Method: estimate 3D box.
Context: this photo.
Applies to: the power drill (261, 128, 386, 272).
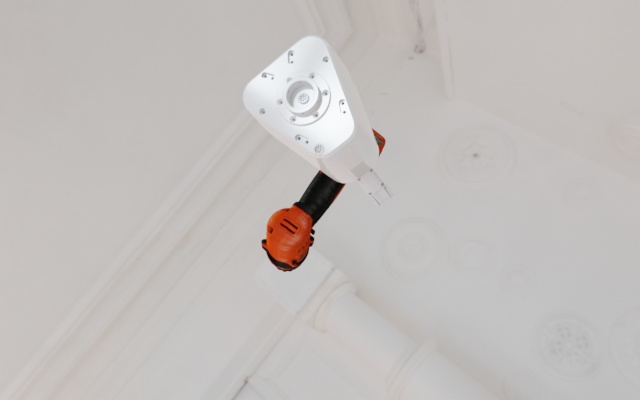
[{"bbox_3d":[0.000,0.001,0.583,0.057,0.187,0.184,34,-17,4],"label":"power drill"}]
